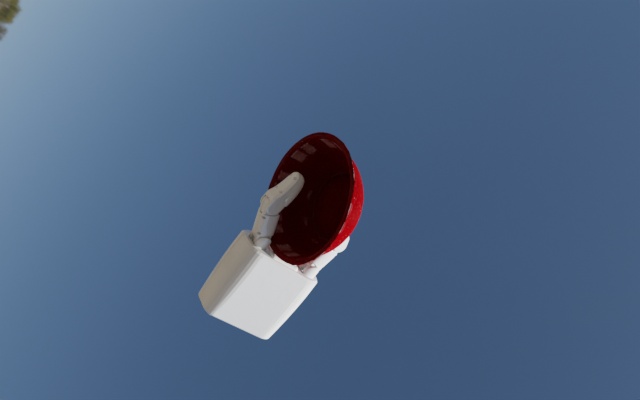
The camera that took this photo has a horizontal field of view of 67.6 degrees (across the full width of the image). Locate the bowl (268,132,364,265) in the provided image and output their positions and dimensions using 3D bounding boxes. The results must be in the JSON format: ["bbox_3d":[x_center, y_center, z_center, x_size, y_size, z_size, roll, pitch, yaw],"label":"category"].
[{"bbox_3d":[0.001,0.001,0.580,0.055,0.162,0.162,17,-11,-39],"label":"bowl"}]
